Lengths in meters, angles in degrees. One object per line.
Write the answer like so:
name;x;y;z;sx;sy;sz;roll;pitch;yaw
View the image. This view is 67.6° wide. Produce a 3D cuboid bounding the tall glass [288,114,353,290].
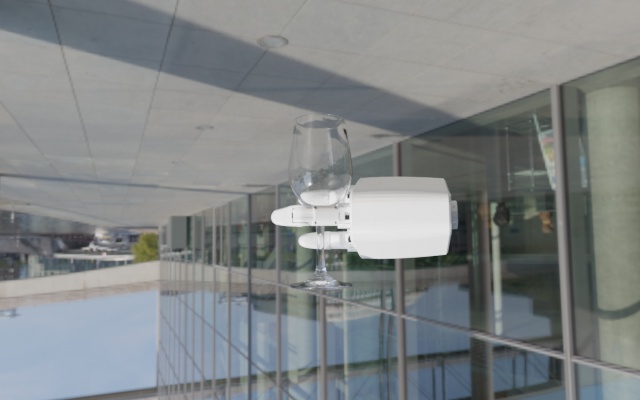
tall glass;0.000;0.003;0.571;0.079;0.201;0.079;-1;-5;0
